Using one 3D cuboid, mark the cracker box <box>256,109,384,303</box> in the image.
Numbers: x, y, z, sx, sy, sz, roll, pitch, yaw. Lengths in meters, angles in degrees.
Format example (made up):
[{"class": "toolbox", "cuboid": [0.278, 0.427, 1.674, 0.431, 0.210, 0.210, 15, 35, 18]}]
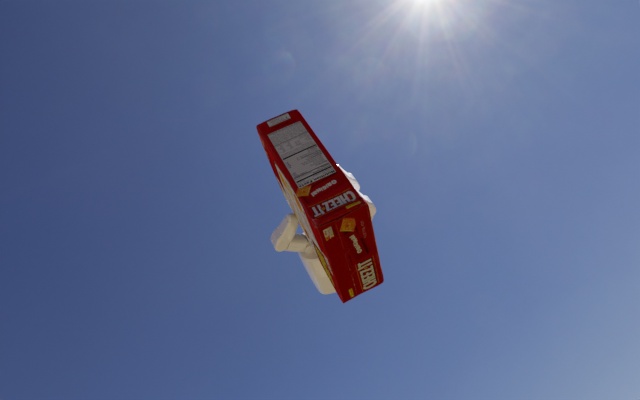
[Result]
[{"class": "cracker box", "cuboid": [0.000, 0.002, 0.636, 0.072, 0.164, 0.213, -26, 47, -7]}]
